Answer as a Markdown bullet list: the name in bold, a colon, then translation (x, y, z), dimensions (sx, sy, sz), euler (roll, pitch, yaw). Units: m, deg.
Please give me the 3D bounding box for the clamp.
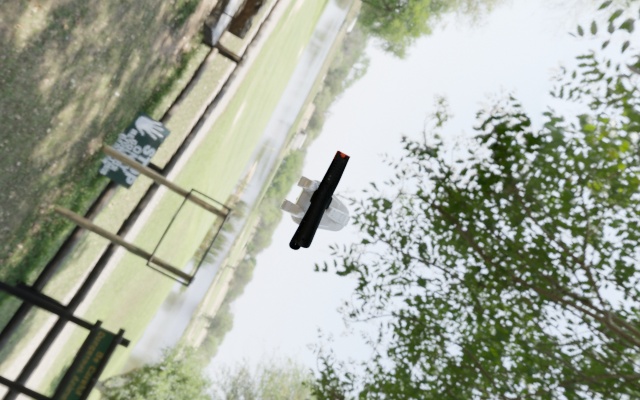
- **clamp**: translation (0.001, 0.003, 0.880), dimensions (0.036, 0.210, 0.164), euler (28, -4, -6)
